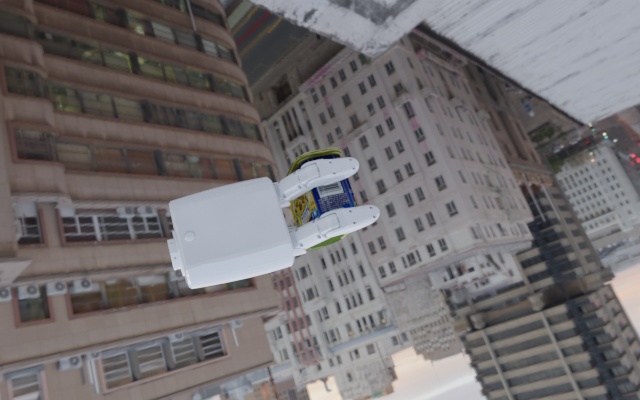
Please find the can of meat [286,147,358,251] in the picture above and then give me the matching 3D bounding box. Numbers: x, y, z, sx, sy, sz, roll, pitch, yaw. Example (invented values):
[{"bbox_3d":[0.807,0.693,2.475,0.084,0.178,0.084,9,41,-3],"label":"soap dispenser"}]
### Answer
[{"bbox_3d":[0.000,0.002,0.542,0.057,0.084,0.102,-12,-19,-21],"label":"can of meat"}]
